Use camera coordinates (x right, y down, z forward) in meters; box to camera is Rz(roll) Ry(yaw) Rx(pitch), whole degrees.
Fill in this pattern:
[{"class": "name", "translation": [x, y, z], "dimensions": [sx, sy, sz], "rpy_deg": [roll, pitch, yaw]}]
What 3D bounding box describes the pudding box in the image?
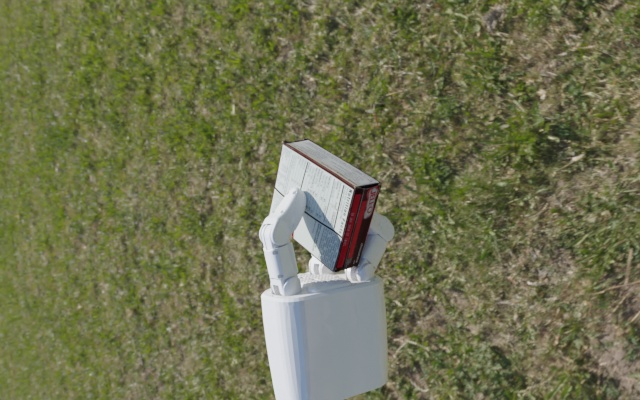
[{"class": "pudding box", "translation": [0.000, 0.002, 0.463], "dimensions": [0.039, 0.090, 0.113], "rpy_deg": [-10, 34, -42]}]
